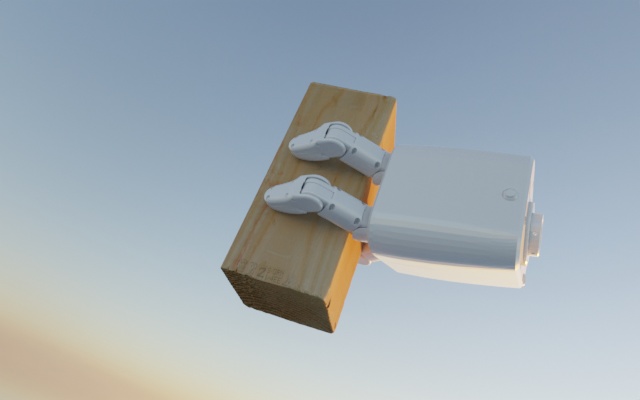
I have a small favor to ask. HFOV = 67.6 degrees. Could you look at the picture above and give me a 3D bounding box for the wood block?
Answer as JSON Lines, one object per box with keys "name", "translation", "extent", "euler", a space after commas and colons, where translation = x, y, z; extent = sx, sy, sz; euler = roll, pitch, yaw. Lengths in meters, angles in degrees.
{"name": "wood block", "translation": [0.001, 0.002, 0.442], "extent": [0.090, 0.206, 0.091], "euler": [14, -30, 15]}
